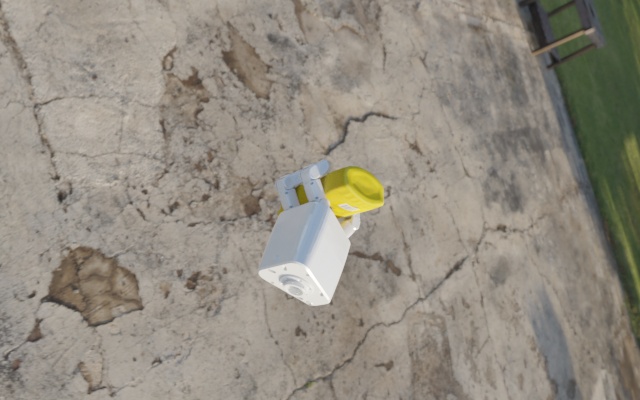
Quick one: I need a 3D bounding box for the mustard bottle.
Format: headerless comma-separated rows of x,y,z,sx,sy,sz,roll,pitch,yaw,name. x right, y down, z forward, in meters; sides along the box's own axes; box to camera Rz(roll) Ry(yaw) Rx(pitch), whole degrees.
0.000,0.002,0.767,0.192,0.058,0.096,-19,-29,40,mustard bottle
